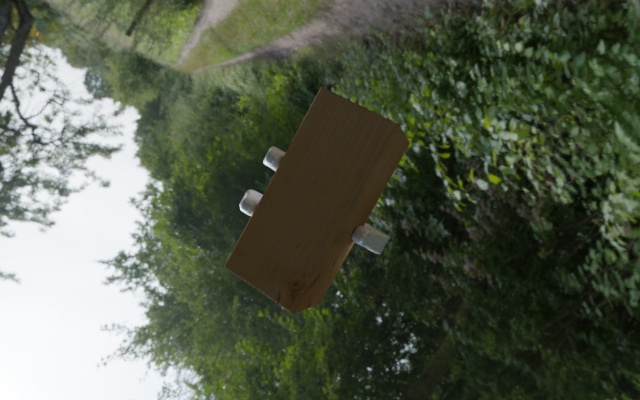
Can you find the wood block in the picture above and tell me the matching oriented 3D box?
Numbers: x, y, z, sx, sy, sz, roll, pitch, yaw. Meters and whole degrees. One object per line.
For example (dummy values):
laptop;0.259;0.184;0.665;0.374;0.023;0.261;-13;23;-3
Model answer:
wood block;0.000;0.002;0.504;0.091;0.206;0.090;30;4;19
